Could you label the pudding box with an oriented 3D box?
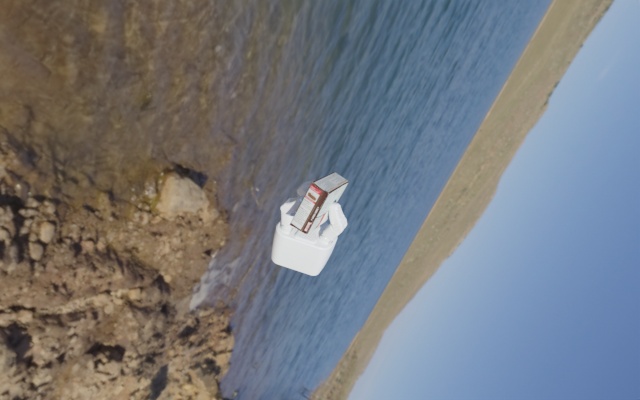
[{"bbox_3d":[0.000,0.003,0.841,0.039,0.090,0.113,32,22,10],"label":"pudding box"}]
